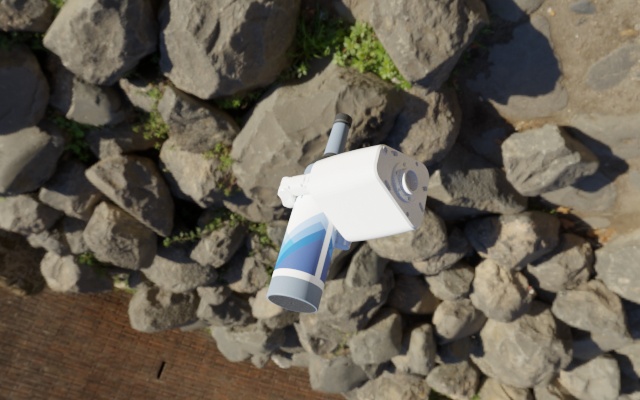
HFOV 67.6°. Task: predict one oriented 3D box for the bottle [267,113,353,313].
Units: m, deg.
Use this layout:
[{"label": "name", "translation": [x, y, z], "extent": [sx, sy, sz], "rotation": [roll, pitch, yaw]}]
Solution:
[{"label": "bottle", "translation": [0.000, 0.002, 0.658], "extent": [0.069, 0.295, 0.069], "rotation": [12, -27, 6]}]
